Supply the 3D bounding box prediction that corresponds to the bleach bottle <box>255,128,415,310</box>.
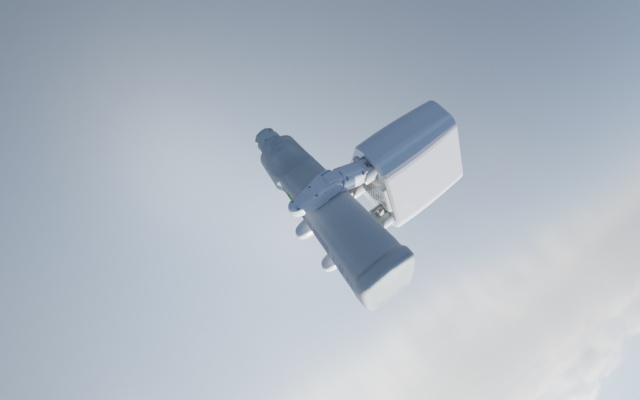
[{"bbox_3d":[0.000,0.002,0.539,0.068,0.250,0.103,-35,-26,-9],"label":"bleach bottle"}]
